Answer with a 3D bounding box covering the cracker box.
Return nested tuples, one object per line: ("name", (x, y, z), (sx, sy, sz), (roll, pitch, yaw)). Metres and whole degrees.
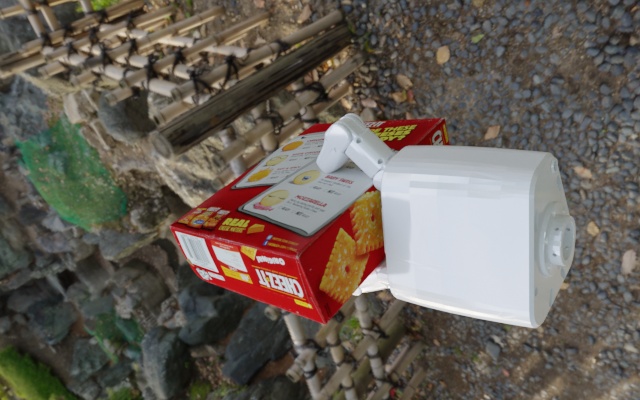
("cracker box", (0.000, 0.001, 0.437), (0.164, 0.072, 0.213), (6, 36, 42))
